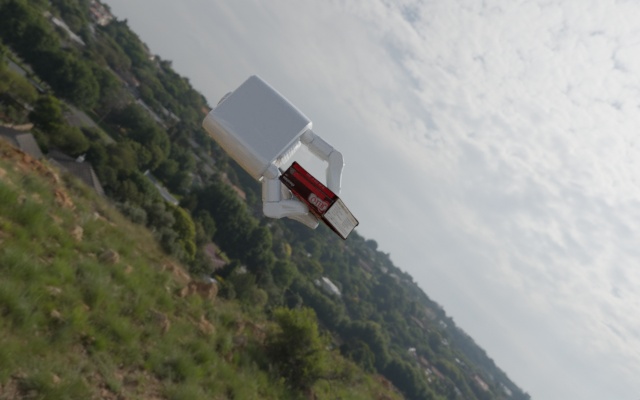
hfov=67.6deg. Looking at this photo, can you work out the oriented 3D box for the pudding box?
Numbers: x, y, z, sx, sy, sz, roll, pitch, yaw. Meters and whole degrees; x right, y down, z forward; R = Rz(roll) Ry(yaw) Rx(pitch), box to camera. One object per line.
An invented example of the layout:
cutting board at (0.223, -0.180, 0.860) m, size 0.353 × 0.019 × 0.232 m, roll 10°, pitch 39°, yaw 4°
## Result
pudding box at (0.000, 0.002, 0.669) m, size 0.090 × 0.039 × 0.113 m, roll 41°, pitch -1°, yaw 28°
